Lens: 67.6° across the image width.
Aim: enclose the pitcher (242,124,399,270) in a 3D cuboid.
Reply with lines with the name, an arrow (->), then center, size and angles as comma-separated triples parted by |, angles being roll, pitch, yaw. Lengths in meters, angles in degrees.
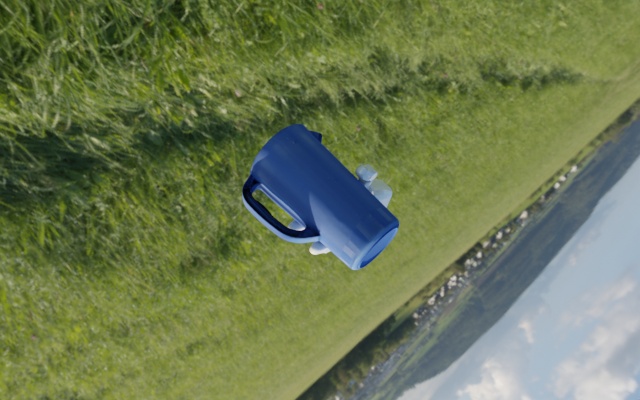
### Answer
pitcher -> 0.000, 0.003, 0.783 | 0.242, 0.149, 0.145 | 43, 20, 18
